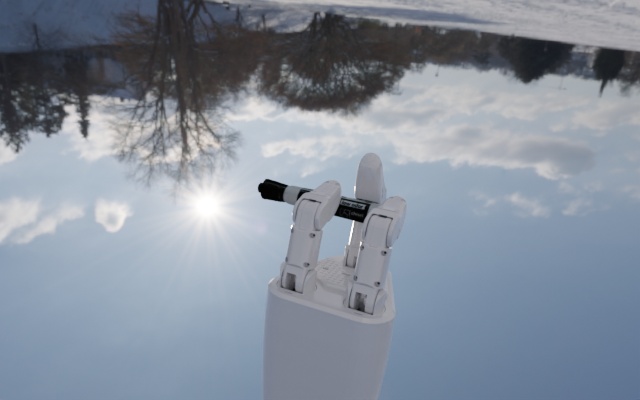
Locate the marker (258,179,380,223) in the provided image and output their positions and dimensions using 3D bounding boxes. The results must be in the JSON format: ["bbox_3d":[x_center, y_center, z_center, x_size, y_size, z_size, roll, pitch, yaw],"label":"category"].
[{"bbox_3d":[0.000,0.001,0.408,0.121,0.020,0.020,13,5,21],"label":"marker"}]
